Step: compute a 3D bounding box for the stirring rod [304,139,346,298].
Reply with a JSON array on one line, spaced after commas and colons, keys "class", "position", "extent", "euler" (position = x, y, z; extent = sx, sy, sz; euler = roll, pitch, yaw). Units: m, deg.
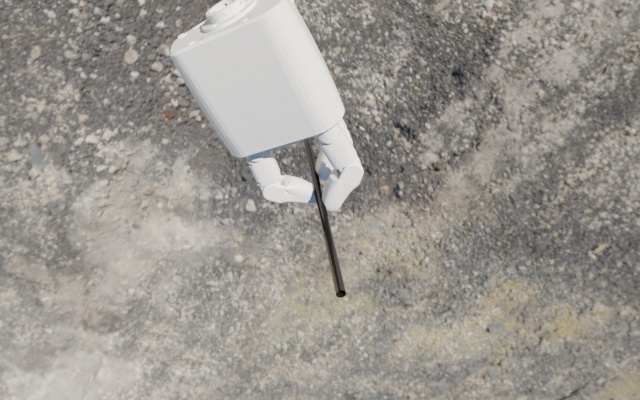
[{"class": "stirring rod", "position": [0.000, 0.001, 0.460], "extent": [0.011, 0.011, 0.239], "euler": [0, 36, -9]}]
